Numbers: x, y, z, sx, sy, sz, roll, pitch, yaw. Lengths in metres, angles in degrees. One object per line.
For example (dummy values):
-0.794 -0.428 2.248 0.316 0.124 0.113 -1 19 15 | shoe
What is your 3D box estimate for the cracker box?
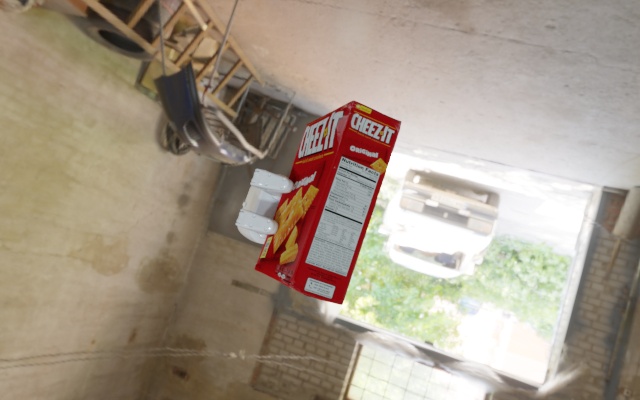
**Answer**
0.000 0.002 0.577 0.072 0.213 0.164 21 -8 -19 | cracker box
